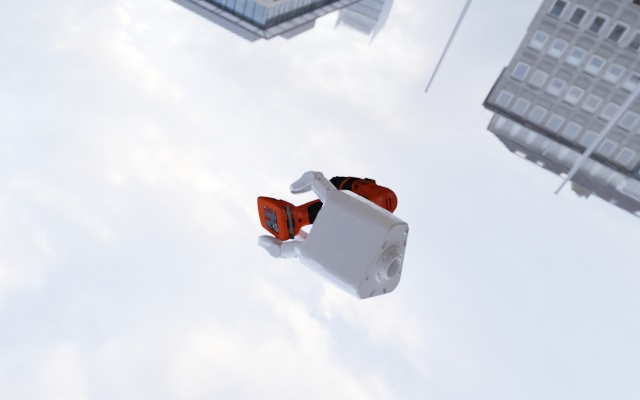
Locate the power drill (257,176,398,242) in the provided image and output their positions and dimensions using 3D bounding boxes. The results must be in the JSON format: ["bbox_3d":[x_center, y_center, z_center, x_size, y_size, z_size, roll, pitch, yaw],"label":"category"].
[{"bbox_3d":[0.000,0.003,0.747,0.187,0.057,0.184,-15,15,-23],"label":"power drill"}]
